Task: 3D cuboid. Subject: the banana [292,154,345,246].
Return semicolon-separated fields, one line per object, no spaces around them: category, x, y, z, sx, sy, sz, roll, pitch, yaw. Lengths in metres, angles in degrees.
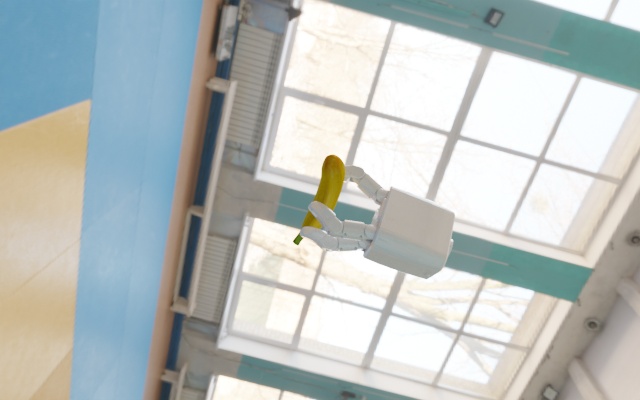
banana;0.007;-0.007;0.717;0.037;0.198;0.069;28;46;7
